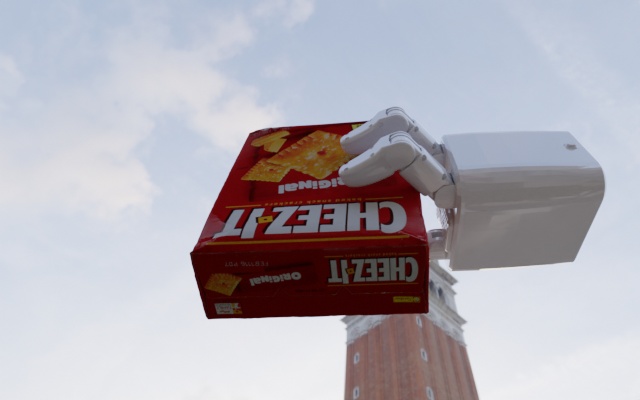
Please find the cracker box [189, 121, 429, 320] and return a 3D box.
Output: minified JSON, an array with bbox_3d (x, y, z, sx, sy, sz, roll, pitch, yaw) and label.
[{"bbox_3d":[0.000,0.001,0.416,0.164,0.072,0.213,-4,30,7],"label":"cracker box"}]
